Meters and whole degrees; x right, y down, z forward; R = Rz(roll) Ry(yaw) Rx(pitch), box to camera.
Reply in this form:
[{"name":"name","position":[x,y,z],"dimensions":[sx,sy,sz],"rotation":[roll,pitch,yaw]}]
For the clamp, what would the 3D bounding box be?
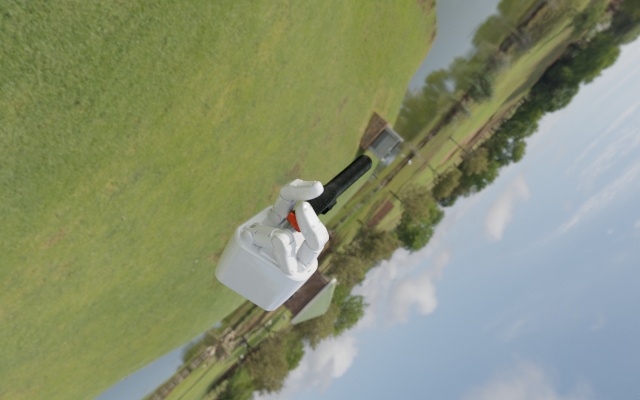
[{"name":"clamp","position":[0.001,0.003,0.676],"dimensions":[0.171,0.039,0.120],"rotation":[-37,-11,-46]}]
